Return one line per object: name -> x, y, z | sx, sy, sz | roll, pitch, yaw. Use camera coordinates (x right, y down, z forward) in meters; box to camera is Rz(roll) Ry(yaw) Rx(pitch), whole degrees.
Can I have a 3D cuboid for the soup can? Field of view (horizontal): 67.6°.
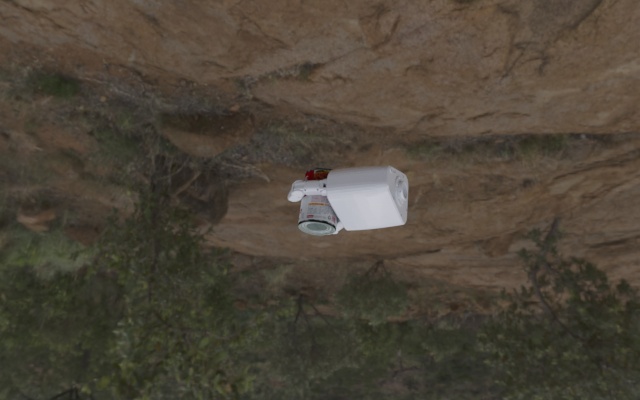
soup can -> 0.000, 0.003, 0.836 | 0.068, 0.102, 0.068 | 6, -24, 3
